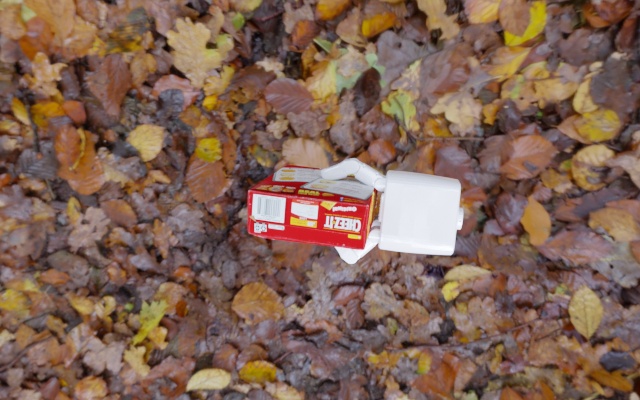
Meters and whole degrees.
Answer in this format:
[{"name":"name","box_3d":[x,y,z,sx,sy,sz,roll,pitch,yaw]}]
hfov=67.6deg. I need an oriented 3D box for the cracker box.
[{"name":"cracker box","box_3d":[0.000,0.002,0.724,0.164,0.072,0.213,7,14,9]}]
